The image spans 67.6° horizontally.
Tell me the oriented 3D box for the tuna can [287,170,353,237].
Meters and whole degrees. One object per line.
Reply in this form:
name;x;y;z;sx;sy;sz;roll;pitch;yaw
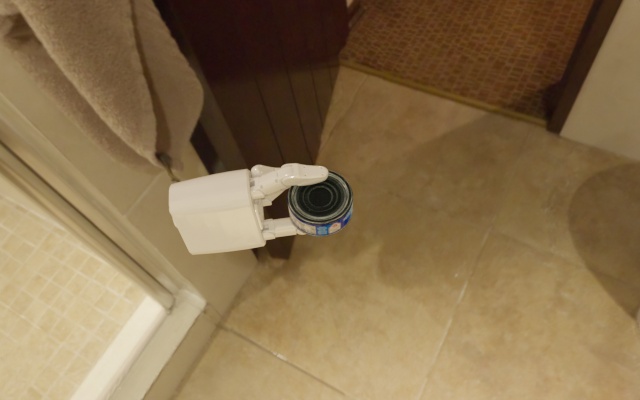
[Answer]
tuna can;0.000;0.002;0.620;0.086;0.086;0.034;0;-32;3
